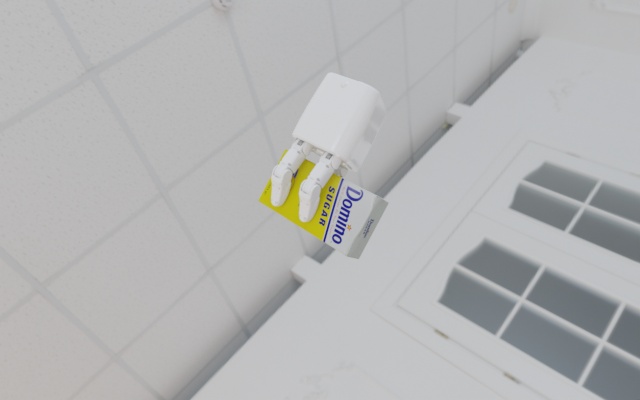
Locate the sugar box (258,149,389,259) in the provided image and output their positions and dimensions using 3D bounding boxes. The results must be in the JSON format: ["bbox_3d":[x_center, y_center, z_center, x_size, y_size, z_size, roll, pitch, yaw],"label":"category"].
[{"bbox_3d":[0.000,0.002,0.690,0.176,0.093,0.048,29,3,33],"label":"sugar box"}]
